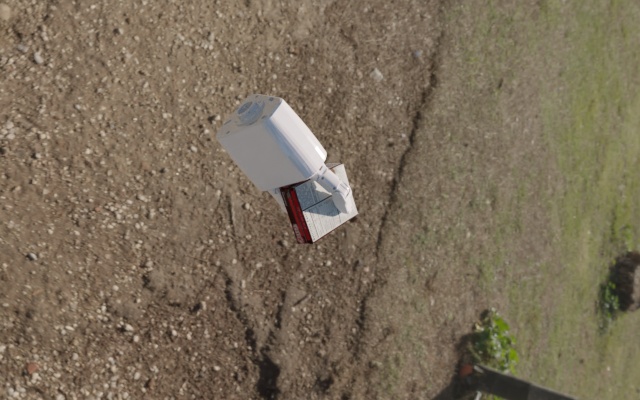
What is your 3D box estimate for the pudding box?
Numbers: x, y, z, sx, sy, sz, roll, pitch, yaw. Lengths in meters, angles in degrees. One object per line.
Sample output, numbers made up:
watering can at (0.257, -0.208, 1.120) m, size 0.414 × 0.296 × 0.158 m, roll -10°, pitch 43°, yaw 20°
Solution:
pudding box at (0.000, 0.002, 0.712) m, size 0.113 × 0.090 × 0.039 m, roll -29°, pitch 18°, yaw -39°
